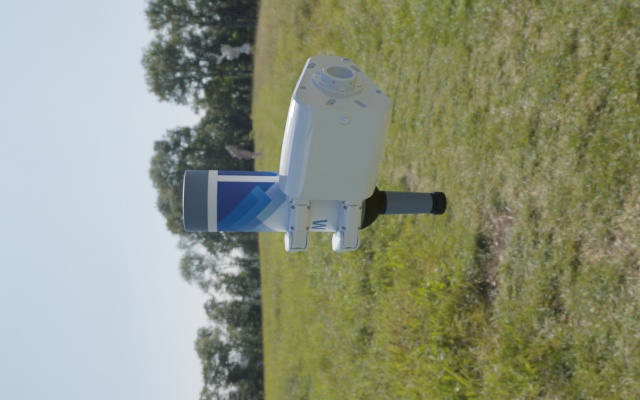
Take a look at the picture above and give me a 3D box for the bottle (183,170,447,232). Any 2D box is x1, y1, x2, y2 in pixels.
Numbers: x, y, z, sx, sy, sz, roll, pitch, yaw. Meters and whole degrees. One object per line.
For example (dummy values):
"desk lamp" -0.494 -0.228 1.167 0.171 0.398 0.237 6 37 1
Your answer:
"bottle" 0.000 0.002 0.540 0.296 0.069 0.069 1 0 -11
